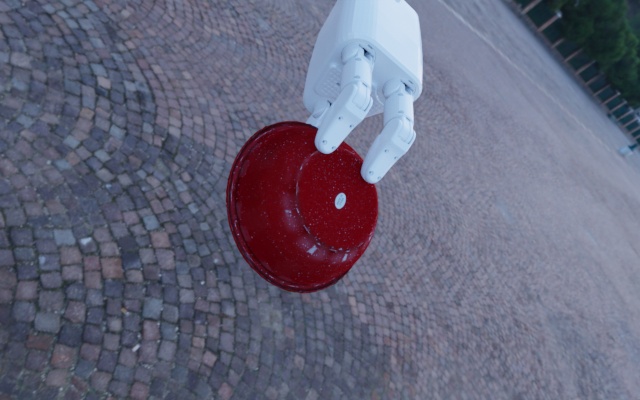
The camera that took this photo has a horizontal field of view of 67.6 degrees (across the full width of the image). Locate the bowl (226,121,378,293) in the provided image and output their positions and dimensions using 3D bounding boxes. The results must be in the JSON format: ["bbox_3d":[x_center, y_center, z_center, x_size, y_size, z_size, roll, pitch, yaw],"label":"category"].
[{"bbox_3d":[0.000,0.003,0.427,0.162,0.162,0.055,0,-7,-38],"label":"bowl"}]
